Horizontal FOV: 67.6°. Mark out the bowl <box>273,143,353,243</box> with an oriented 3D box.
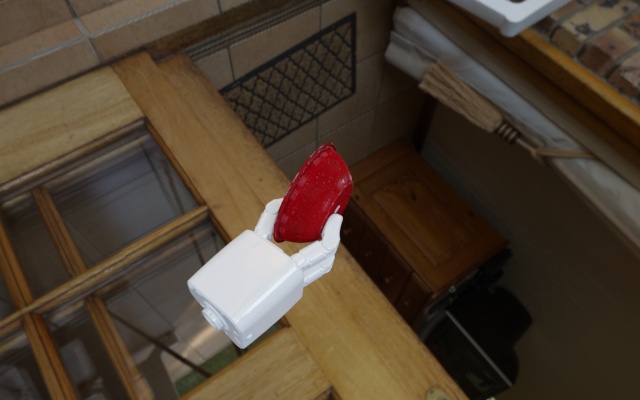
[{"bbox_3d":[0.001,0.001,0.677,0.055,0.162,0.162,29,7,13],"label":"bowl"}]
